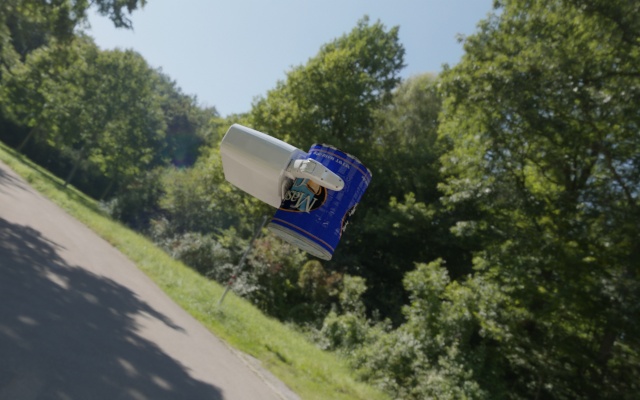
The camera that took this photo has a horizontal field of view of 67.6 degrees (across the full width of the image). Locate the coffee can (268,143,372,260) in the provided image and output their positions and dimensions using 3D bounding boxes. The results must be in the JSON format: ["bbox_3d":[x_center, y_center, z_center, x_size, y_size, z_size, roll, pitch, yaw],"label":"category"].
[{"bbox_3d":[0.000,0.002,0.702,0.103,0.140,0.103,27,-12,6],"label":"coffee can"}]
